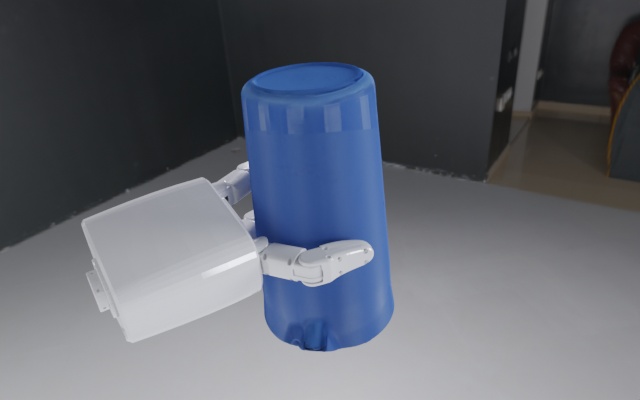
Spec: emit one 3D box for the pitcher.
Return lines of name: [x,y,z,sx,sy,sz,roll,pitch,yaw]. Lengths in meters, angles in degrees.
pitcher: [0.000,0.002,0.446,0.145,0.243,0.149,-22,33,-28]
